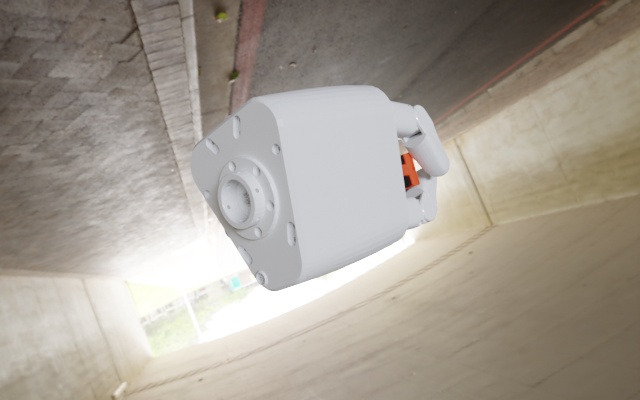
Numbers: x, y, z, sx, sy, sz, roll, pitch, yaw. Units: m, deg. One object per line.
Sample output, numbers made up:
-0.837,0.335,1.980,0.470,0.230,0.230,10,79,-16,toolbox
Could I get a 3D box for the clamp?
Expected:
0.000,0.002,0.415,0.171,0.039,0.120,-26,-7,42,clamp
